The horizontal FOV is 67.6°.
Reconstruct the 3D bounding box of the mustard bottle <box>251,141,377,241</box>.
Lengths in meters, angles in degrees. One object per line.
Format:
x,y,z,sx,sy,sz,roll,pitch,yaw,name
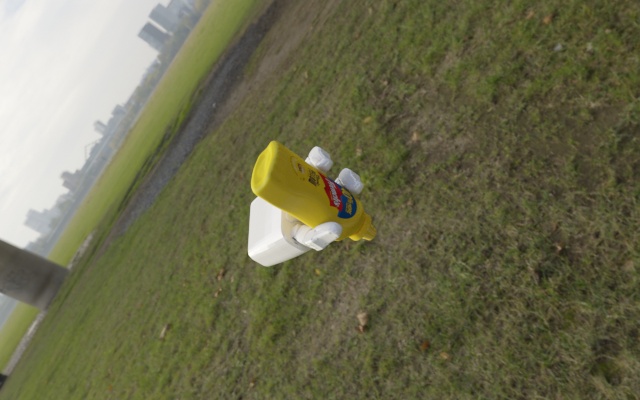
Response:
0.000,0.002,0.644,0.192,0.058,0.096,33,28,-23,mustard bottle
